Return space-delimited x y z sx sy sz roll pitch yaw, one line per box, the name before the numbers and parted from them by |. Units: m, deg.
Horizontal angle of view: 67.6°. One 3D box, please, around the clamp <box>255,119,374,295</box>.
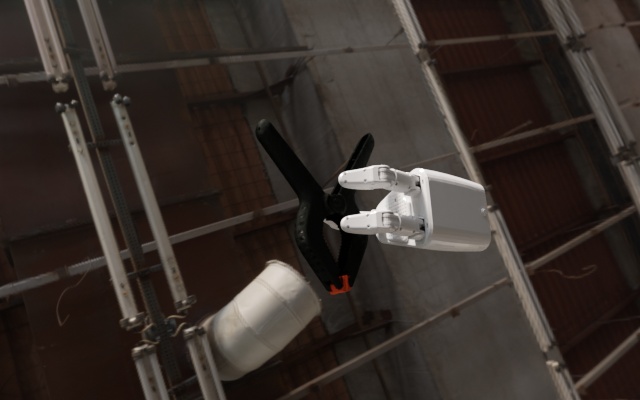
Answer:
clamp | 0.000 0.003 0.559 0.164 0.210 0.036 9 -21 -29
